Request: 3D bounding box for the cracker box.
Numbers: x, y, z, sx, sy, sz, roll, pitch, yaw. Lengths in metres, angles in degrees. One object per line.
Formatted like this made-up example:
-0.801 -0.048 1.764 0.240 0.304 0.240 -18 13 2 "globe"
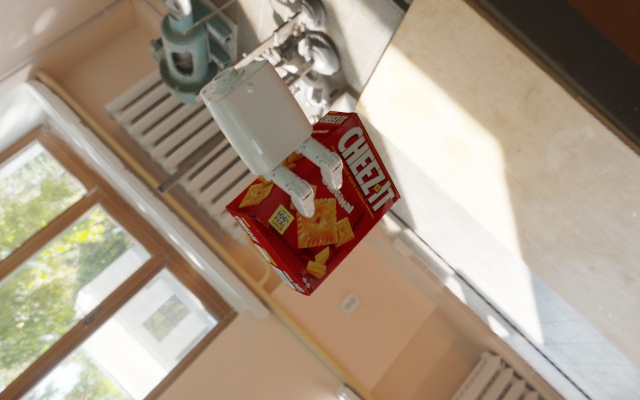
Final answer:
0.000 0.002 0.674 0.213 0.164 0.072 -45 33 -20 "cracker box"
